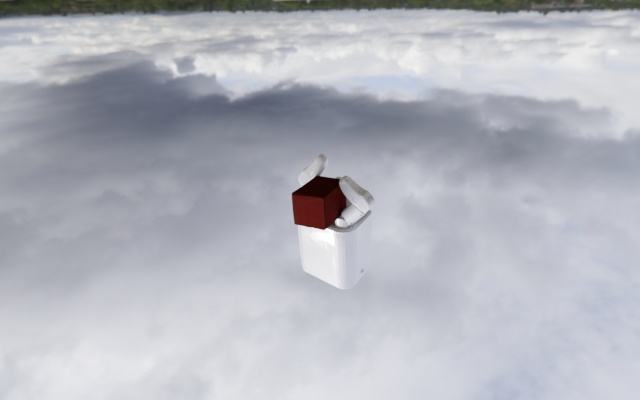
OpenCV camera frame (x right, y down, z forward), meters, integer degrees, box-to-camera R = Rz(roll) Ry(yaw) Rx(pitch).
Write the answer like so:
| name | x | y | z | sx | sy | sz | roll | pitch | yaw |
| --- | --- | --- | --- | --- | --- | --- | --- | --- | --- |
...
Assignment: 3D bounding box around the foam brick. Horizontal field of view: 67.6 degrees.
| name | x | y | z | sx | sy | sz | roll | pitch | yaw |
| --- | --- | --- | --- | --- | --- | --- | --- | --- | --- |
| foam brick | 0.000 | 0.002 | 0.700 | 0.053 | 0.051 | 0.078 | 10 | 26 | 26 |
